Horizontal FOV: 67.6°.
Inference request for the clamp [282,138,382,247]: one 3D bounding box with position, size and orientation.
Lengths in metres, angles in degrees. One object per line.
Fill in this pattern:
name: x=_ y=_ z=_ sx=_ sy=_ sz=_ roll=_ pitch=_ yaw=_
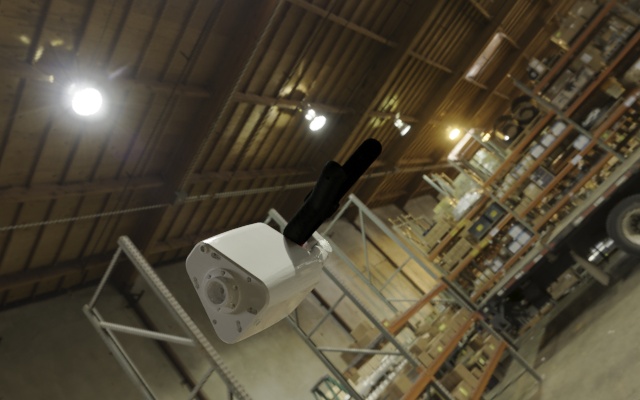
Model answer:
clamp: x=0.000 y=0.001 z=0.552 sx=0.039 sy=0.171 sz=0.120 roll=43 pitch=25 yaw=15
